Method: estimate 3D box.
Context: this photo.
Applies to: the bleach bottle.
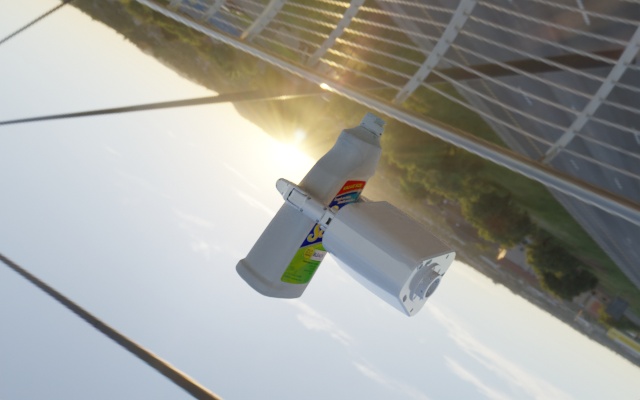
[{"bbox_3d":[0.000,0.002,0.595,0.068,0.251,0.102,36,7,32],"label":"bleach bottle"}]
